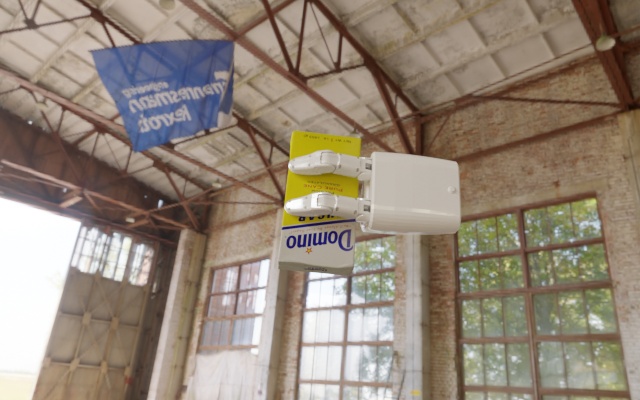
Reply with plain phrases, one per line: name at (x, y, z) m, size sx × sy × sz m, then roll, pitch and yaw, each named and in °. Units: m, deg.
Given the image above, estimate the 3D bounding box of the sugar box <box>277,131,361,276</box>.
sugar box at (0.000, 0.002, 0.605) m, size 0.093 × 0.176 × 0.048 m, roll 5°, pitch -23°, yaw -3°
